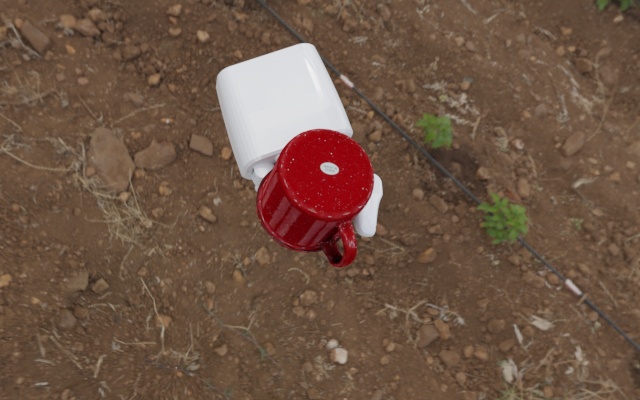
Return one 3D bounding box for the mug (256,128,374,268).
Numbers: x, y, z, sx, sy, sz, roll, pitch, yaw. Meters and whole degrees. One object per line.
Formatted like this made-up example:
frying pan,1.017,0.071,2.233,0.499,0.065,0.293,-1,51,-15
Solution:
mug,0.001,0.003,0.410,0.093,0.117,0.081,-16,-15,-21
